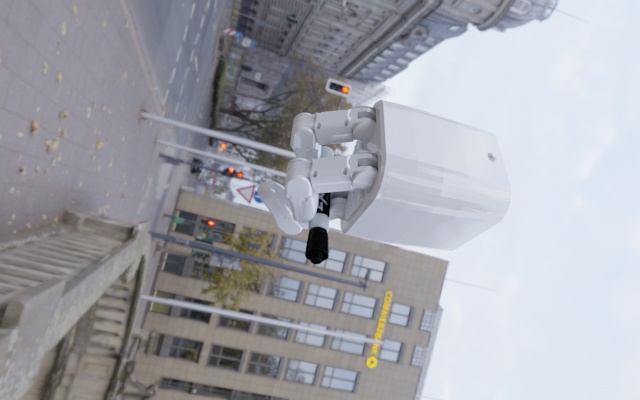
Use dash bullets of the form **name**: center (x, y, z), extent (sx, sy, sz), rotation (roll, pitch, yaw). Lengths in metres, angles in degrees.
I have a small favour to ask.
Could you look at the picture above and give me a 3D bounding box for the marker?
- **marker**: center (0.000, 0.001, 0.408), extent (0.020, 0.121, 0.020), rotation (2, -40, 2)
